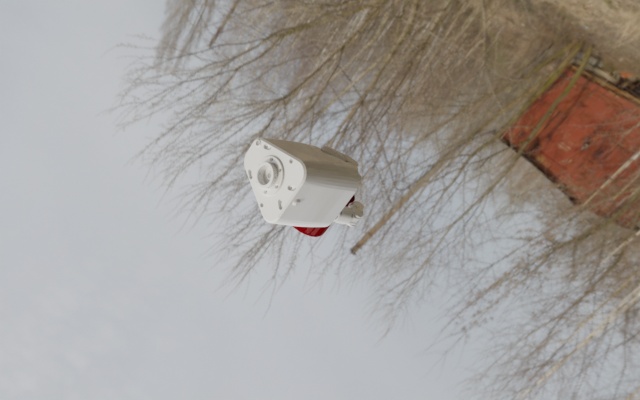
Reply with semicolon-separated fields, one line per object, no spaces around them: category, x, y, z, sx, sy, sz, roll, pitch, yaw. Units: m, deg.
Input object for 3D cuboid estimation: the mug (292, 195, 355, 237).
mug;0.001;0.003;0.746;0.117;0.081;0.093;7;36;-49
